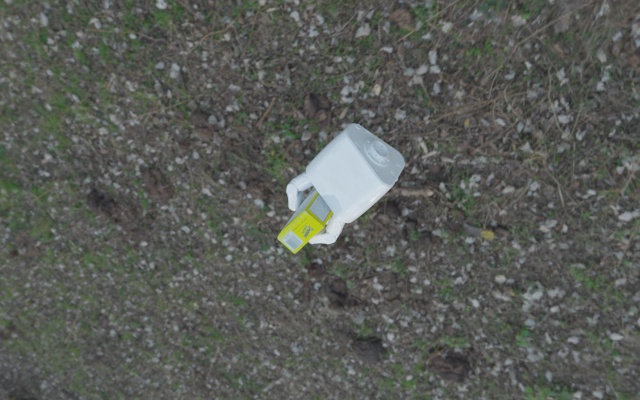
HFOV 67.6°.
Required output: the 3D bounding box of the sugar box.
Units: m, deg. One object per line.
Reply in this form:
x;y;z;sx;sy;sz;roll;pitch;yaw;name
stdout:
0.001;0.003;0.804;0.093;0.048;0.176;-43;6;42;sugar box
